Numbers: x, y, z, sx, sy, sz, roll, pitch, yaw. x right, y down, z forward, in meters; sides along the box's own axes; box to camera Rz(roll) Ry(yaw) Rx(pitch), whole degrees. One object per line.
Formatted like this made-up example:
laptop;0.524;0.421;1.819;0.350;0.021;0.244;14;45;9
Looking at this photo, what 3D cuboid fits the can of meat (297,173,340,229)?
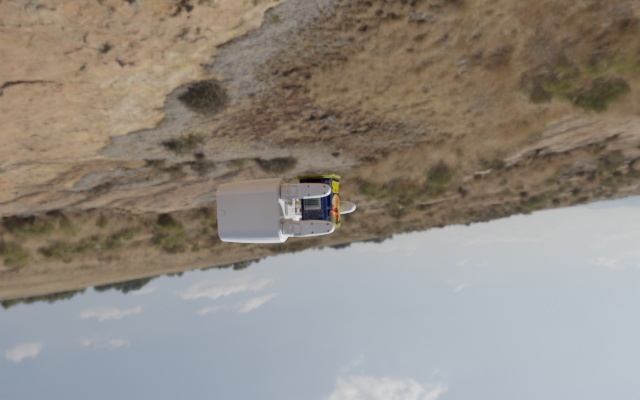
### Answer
can of meat;0.000;0.003;0.752;0.057;0.084;0.102;-2;-1;10
